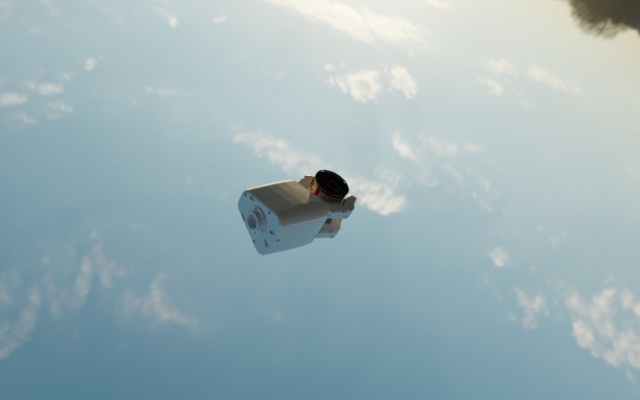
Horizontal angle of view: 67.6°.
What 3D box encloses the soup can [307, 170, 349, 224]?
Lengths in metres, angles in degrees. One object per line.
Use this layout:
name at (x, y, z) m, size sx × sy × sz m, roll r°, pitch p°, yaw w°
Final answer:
soup can at (0.000, 0.003, 0.883) m, size 0.068 × 0.068 × 0.102 m, roll 0°, pitch -44°, yaw -36°
